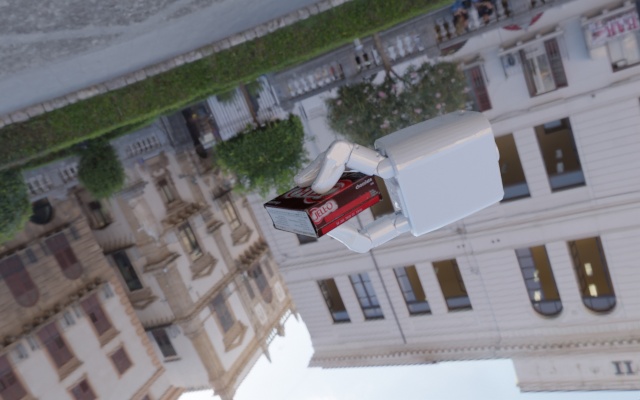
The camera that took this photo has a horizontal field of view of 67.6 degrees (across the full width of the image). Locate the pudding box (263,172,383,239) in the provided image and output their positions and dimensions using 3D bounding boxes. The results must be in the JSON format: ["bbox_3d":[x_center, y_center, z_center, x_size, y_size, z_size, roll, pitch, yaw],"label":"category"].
[{"bbox_3d":[0.000,0.002,0.531,0.090,0.039,0.113,-29,13,-25],"label":"pudding box"}]
